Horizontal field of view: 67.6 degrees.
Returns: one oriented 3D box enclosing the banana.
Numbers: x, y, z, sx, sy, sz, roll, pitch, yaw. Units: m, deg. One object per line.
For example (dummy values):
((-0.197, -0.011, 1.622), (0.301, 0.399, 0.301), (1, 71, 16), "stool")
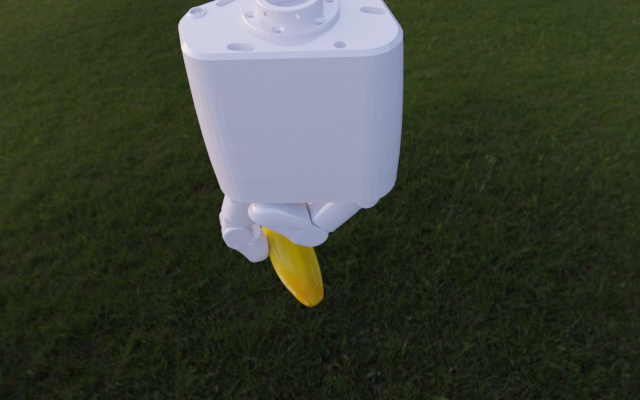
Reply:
((-0.018, -0.003, 0.416), (0.069, 0.197, 0.037), (6, -38, 8), "banana")
